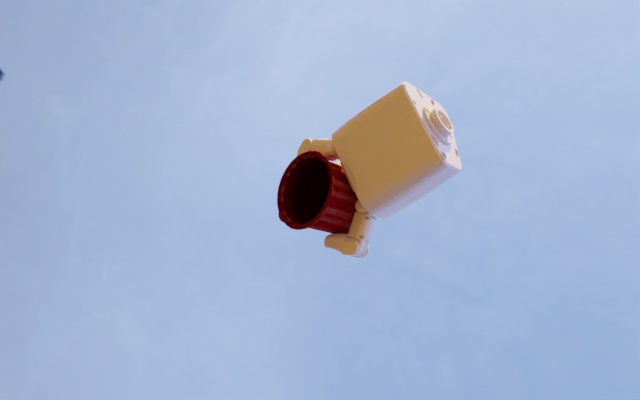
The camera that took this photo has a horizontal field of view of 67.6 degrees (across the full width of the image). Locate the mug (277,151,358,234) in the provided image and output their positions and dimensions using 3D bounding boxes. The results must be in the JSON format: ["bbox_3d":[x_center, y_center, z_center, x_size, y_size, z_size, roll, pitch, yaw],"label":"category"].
[{"bbox_3d":[-0.001,0.003,0.580,0.081,0.093,0.117,17,-40,-43],"label":"mug"}]
